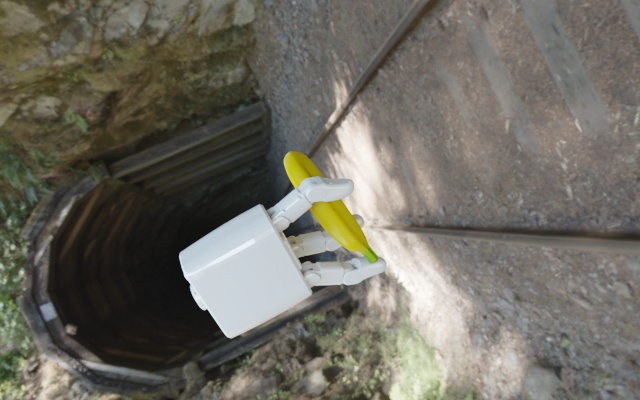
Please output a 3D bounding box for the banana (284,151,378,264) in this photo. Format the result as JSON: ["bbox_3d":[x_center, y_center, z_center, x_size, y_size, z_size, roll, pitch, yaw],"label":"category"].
[{"bbox_3d":[-0.002,-0.004,0.578,0.037,0.197,0.070,-33,-31,-5],"label":"banana"}]
